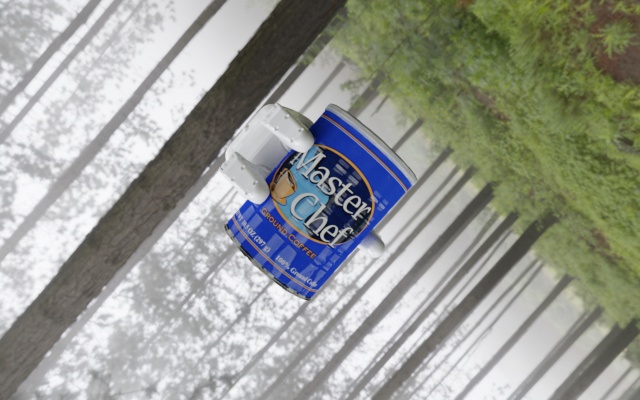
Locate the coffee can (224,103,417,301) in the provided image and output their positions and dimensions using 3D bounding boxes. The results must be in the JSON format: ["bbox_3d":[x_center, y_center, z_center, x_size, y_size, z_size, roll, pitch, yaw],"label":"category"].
[{"bbox_3d":[0.000,0.001,0.421,0.103,0.140,0.103,41,2,-2],"label":"coffee can"}]
